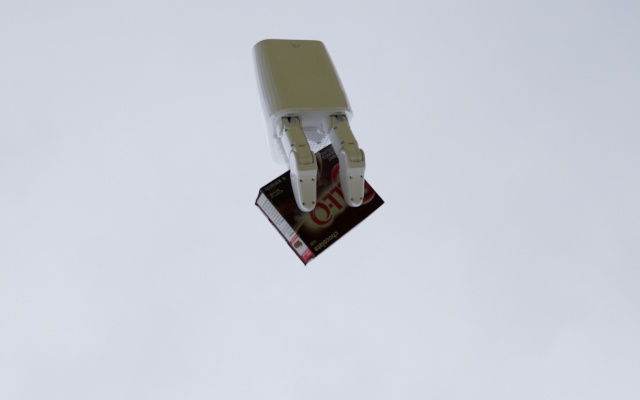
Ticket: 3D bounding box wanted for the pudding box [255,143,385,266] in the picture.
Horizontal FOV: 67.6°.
[{"bbox_3d":[0.000,0.002,0.510,0.113,0.090,0.039,-36,-9,-30],"label":"pudding box"}]
